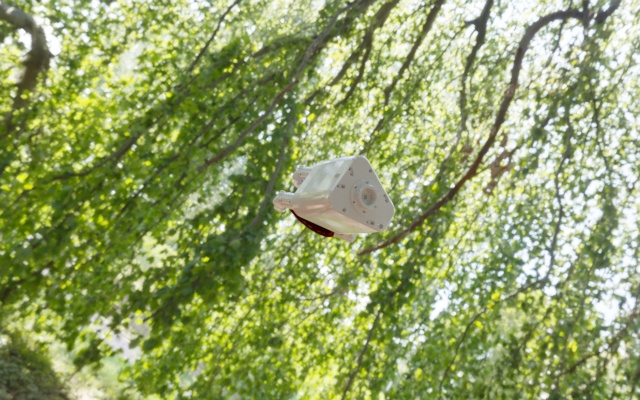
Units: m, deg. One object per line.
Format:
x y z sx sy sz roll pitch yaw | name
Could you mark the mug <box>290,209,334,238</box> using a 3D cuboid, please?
0.000 0.003 0.817 0.093 0.081 0.117 45 -22 -21 | mug
